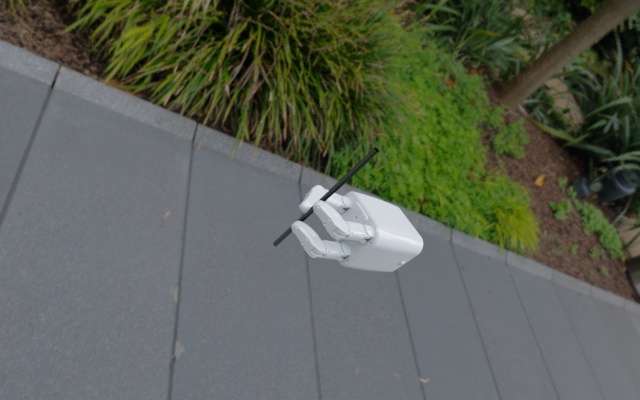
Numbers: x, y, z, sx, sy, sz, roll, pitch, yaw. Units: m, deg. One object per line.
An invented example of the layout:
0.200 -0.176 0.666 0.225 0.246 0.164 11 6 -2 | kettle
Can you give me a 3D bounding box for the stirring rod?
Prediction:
0.000 0.002 0.673 0.011 0.011 0.240 0 -33 -45 | stirring rod
